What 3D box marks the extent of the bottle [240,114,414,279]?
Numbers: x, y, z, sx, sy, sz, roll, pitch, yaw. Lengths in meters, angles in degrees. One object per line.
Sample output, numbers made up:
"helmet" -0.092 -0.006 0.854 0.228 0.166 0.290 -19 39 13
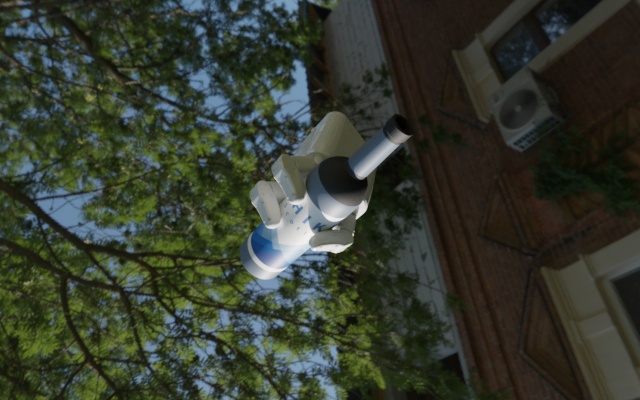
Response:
"bottle" 0.000 0.002 0.568 0.069 0.069 0.296 0 -32 -41
